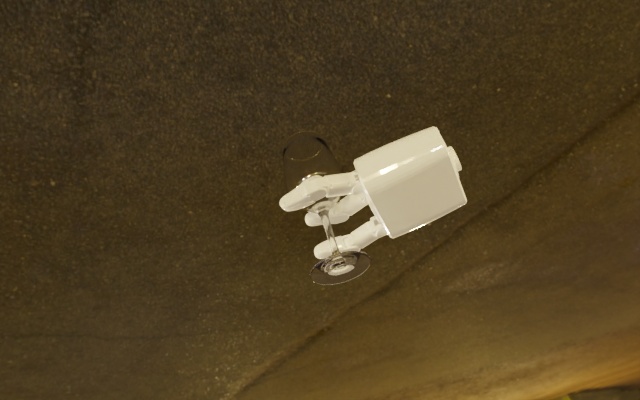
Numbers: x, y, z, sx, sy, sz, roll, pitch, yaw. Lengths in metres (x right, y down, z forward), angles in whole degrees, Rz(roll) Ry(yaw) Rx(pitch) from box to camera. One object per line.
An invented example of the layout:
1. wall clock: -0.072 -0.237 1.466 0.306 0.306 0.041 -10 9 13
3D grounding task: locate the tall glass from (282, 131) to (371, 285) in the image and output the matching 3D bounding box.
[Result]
1. tall glass: 0.000 0.003 0.614 0.079 0.201 0.079 -12 -35 -8
